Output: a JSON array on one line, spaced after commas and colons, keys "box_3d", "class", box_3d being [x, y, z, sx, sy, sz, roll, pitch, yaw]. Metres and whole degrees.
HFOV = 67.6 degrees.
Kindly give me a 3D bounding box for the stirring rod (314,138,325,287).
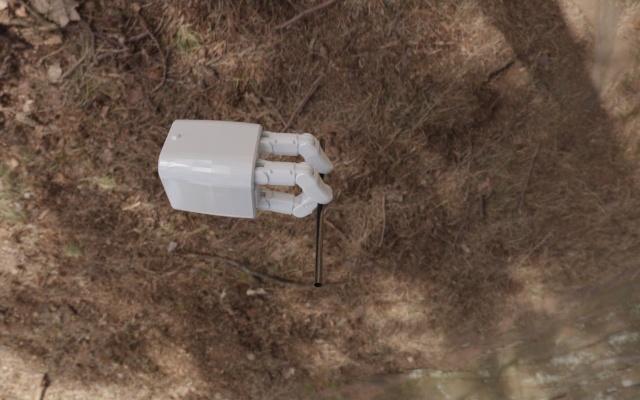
[{"box_3d": [0.000, 0.002, 0.572, 0.011, 0.011, 0.239, 1, 45, 1], "class": "stirring rod"}]
